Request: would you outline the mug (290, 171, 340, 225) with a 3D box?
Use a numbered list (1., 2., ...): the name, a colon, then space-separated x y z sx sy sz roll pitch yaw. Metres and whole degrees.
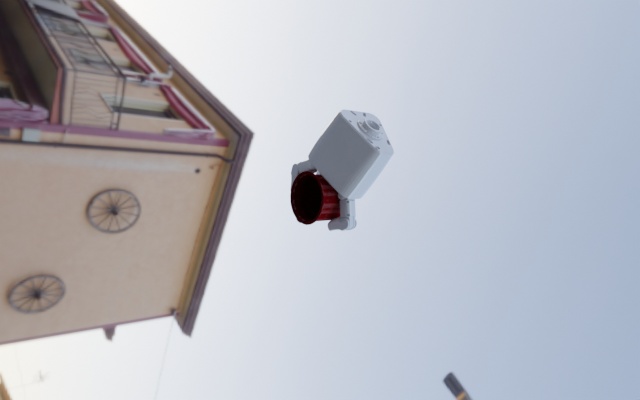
1. mug: 0.000 0.004 0.854 0.081 0.093 0.117 -1 -40 -40
